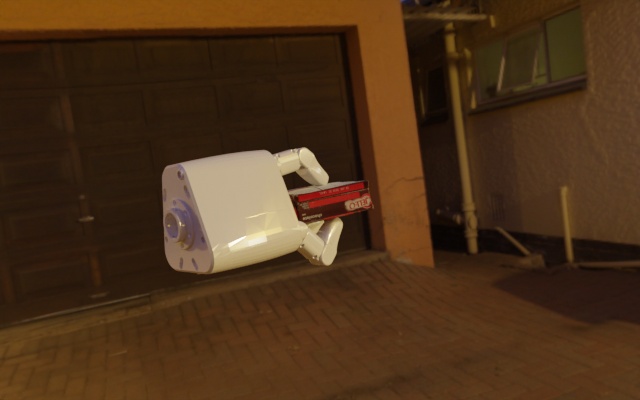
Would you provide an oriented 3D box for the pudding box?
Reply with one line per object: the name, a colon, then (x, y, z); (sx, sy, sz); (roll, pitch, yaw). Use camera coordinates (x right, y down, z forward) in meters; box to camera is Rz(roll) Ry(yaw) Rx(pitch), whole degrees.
pudding box: (0.000, 0.002, 0.571); (0.090, 0.039, 0.113); (-11, 5, -16)
